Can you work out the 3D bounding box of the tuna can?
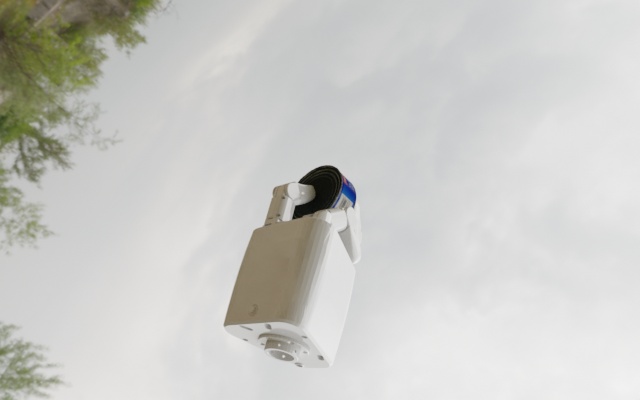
[{"bbox_3d":[0.000,0.002,0.571,0.086,0.086,0.034,0,-33,46],"label":"tuna can"}]
